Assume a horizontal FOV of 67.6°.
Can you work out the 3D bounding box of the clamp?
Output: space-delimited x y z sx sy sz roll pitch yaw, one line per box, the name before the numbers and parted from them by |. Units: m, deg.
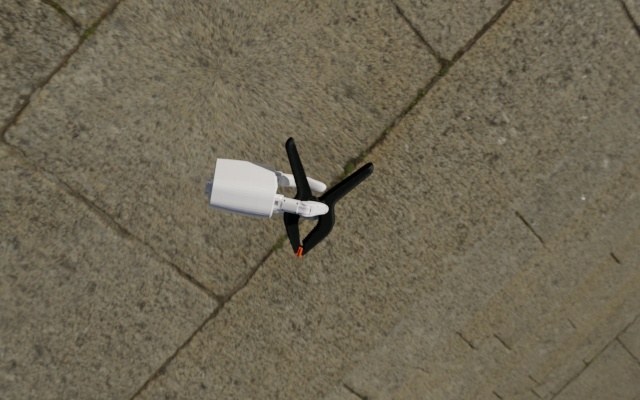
clamp | 0.000 0.003 0.857 0.164 0.210 0.036 10 13 -12
